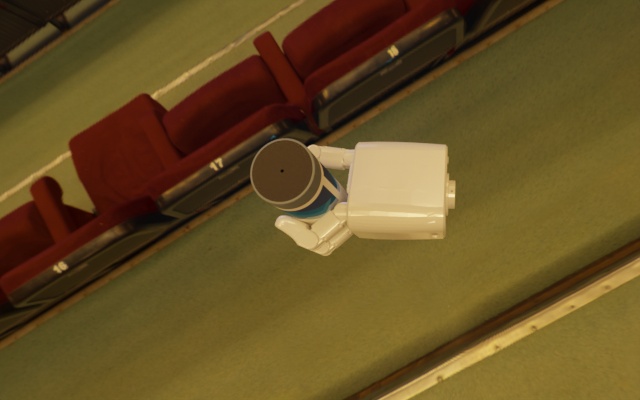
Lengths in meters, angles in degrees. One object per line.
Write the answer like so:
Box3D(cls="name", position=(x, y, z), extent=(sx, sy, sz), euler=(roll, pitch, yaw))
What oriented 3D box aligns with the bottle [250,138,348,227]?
Box3D(cls="bottle", position=(0.000, 0.002, 0.598), extent=(0.069, 0.069, 0.296), euler=(0, -12, 15))
